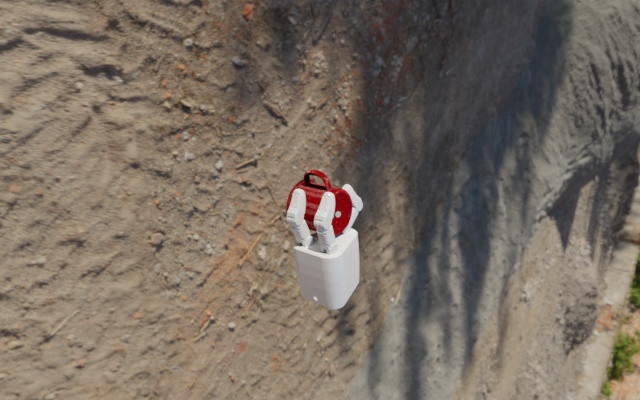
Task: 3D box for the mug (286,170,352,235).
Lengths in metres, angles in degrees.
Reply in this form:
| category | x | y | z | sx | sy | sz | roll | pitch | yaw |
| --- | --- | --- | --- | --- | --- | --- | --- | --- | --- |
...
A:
| category | x | y | z | sx | sy | sz | roll | pitch | yaw |
| --- | --- | --- | --- | --- | --- | --- | --- | --- | --- |
| mug | 0.000 | 0.001 | 0.823 | 0.081 | 0.117 | 0.093 | 13 | 29 | 39 |
